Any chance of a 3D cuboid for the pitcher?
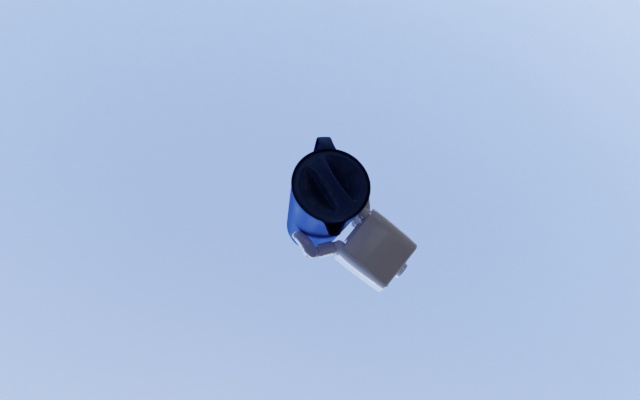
[{"bbox_3d":[0.000,0.003,0.894,0.145,0.149,0.243,39,-21,6],"label":"pitcher"}]
